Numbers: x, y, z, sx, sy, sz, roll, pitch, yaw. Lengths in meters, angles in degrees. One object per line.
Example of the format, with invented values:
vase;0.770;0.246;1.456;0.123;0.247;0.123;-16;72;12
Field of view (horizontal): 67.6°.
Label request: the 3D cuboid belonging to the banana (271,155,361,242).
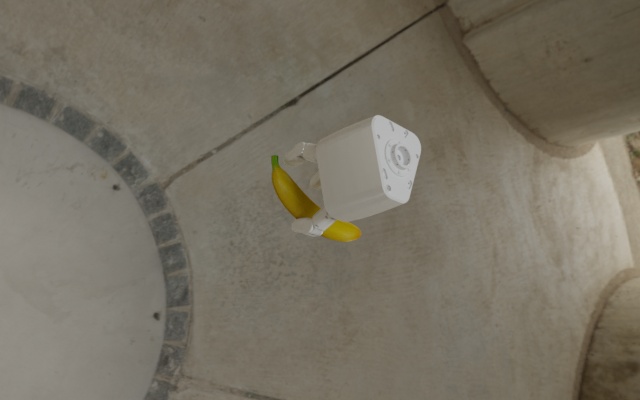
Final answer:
banana;-0.009;0.014;0.734;0.198;0.069;0.037;44;-40;-21
